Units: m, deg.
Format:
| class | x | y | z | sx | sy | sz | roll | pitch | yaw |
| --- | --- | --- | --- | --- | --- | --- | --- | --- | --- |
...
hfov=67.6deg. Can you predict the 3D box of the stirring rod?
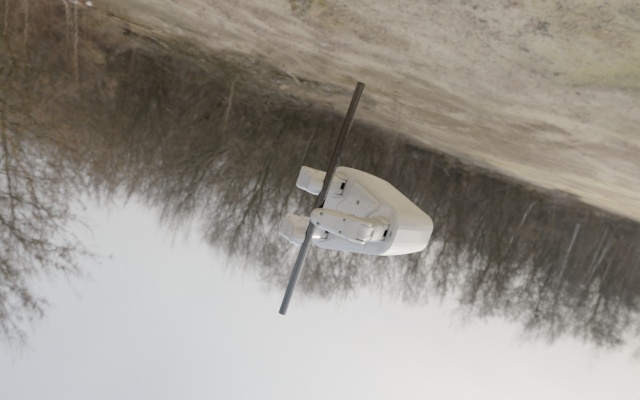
| class | x | y | z | sx | sy | sz | roll | pitch | yaw |
| --- | --- | --- | --- | --- | --- | --- | --- | --- | --- |
| stirring rod | 0.000 | 0.001 | 0.468 | 0.011 | 0.239 | 0.011 | 19 | 8 | -3 |
